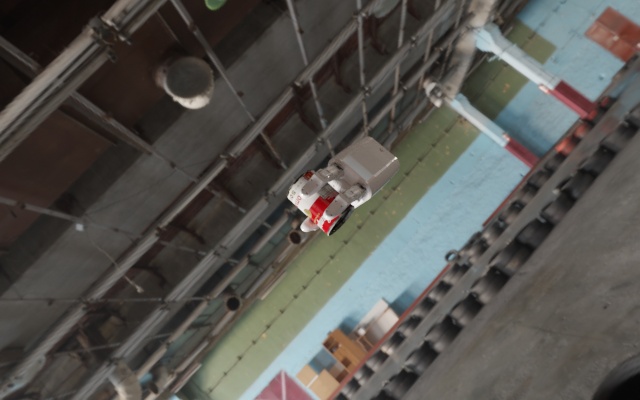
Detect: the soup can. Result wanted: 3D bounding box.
[{"bbox_3d":[0.000,0.003,0.832,0.102,0.068,0.068,42,11,13],"label":"soup can"}]
